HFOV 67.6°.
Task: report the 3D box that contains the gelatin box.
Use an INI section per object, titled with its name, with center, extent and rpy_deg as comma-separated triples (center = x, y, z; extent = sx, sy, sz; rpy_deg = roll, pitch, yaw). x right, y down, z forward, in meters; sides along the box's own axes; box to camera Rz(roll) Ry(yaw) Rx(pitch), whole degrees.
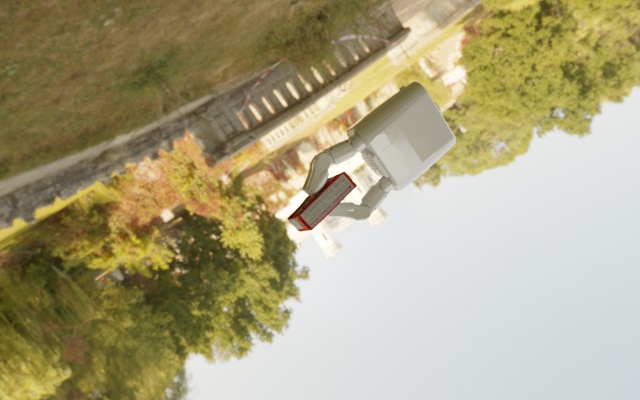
[gelatin box]
center = 0.000, 0.003, 0.647
extent = 0.089, 0.030, 0.073
rpy_deg = -45, 8, -14
